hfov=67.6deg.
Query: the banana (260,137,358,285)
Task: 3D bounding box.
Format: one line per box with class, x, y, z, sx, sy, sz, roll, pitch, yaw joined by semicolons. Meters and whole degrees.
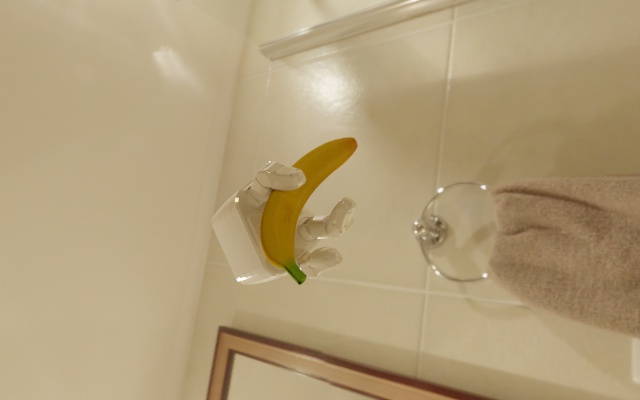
banana;-0.018;-0.002;0.520;0.069;0.197;0.037;21;-32;2
